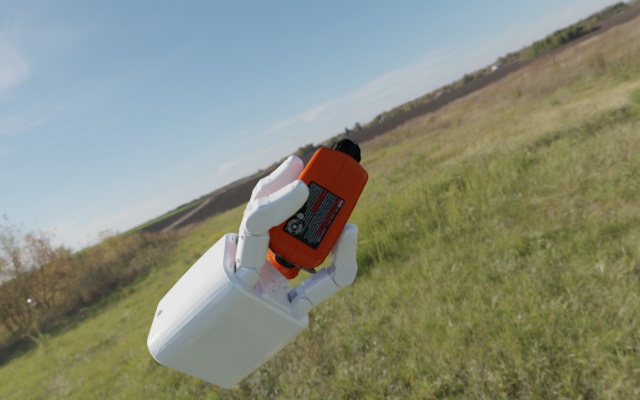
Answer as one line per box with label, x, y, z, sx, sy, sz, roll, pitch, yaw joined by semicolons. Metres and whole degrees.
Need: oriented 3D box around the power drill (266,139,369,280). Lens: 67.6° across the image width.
power drill;0.000;0.002;0.501;0.057;0.184;0.187;28;-7;0
